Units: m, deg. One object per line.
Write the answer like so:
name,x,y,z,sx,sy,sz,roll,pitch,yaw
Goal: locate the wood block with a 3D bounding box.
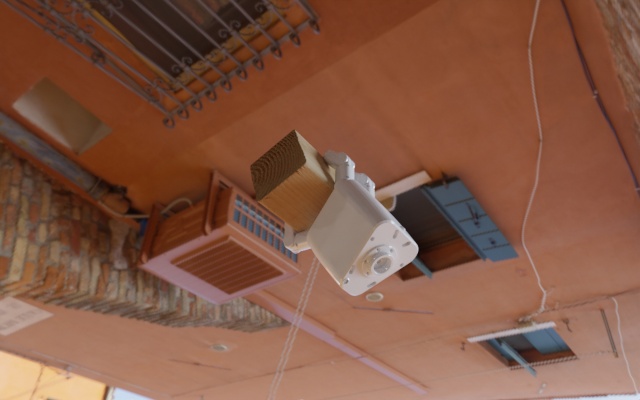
wood block,0.000,0.003,0.724,0.091,0.090,0.206,-38,-51,14
